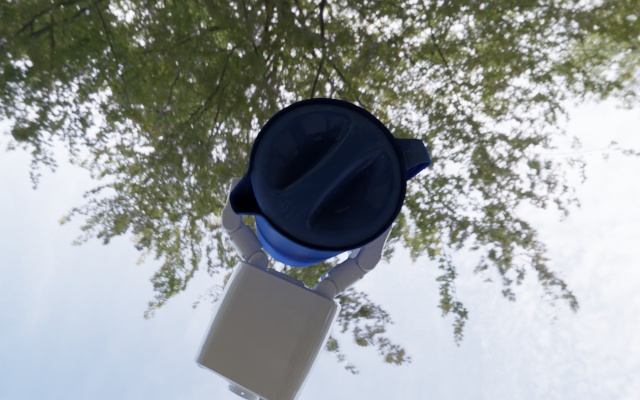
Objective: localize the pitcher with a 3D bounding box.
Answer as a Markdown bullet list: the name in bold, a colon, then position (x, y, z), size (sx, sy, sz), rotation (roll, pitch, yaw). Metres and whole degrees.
- **pitcher**: position (0.000, 0.002, 0.502), size (0.149, 0.145, 0.243), rotation (26, -16, -2)
